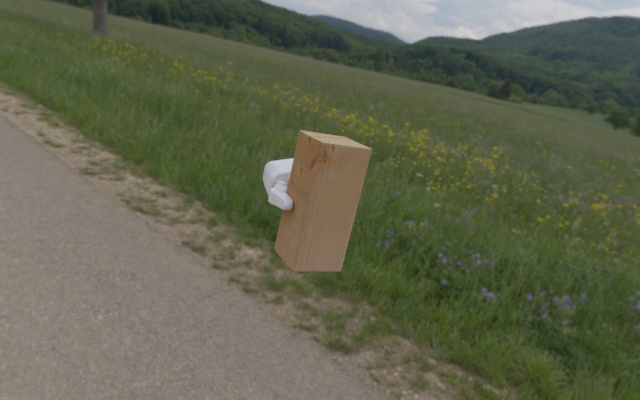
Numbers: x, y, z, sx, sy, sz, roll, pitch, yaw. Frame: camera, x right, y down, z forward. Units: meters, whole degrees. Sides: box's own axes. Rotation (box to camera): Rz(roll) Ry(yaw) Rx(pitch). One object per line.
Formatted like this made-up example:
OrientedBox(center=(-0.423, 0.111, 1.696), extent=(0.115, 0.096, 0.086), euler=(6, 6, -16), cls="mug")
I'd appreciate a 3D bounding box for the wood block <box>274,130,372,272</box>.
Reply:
OrientedBox(center=(0.000, 0.002, 0.765), extent=(0.091, 0.206, 0.090), euler=(4, 17, -28), cls="wood block")
